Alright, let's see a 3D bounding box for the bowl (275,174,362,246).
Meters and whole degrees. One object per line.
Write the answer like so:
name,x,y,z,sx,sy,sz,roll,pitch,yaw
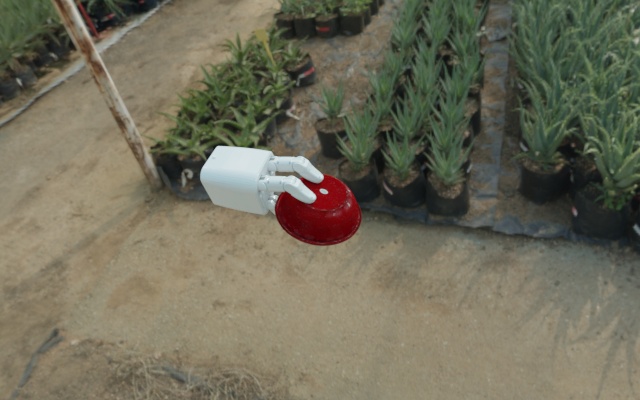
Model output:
bowl,0.002,0.003,0.861,0.162,0.162,0.055,0,-44,-12
